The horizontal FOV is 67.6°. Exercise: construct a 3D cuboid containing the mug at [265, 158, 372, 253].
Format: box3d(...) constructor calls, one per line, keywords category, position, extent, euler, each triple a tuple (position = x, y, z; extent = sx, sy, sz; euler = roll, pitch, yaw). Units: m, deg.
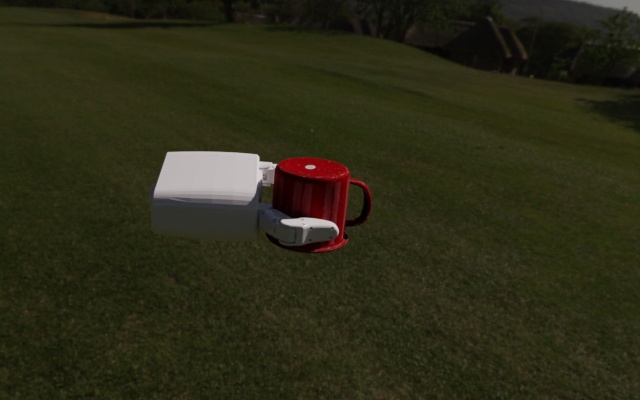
box3d(category="mug", position=(0.002, 0.002, 0.526), extent=(0.117, 0.081, 0.093), euler=(2, 20, -10))
